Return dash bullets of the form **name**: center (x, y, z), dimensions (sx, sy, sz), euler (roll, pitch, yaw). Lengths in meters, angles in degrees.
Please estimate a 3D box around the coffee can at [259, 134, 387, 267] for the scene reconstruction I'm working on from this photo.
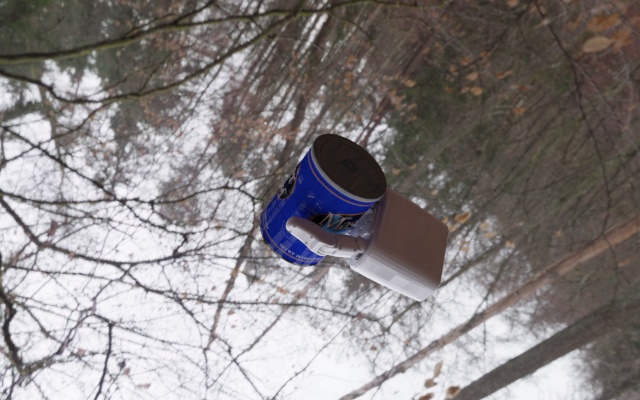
- **coffee can**: center (0.000, 0.002, 0.596), dimensions (0.103, 0.102, 0.140), euler (0, -39, -41)
